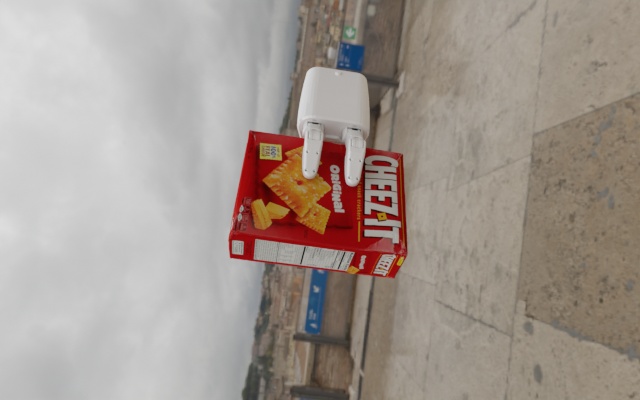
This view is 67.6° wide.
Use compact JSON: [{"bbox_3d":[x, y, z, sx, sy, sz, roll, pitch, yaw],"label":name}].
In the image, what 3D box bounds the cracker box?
[{"bbox_3d":[0.000,0.002,0.620,0.214,0.164,0.072,8,-35,-5],"label":"cracker box"}]
